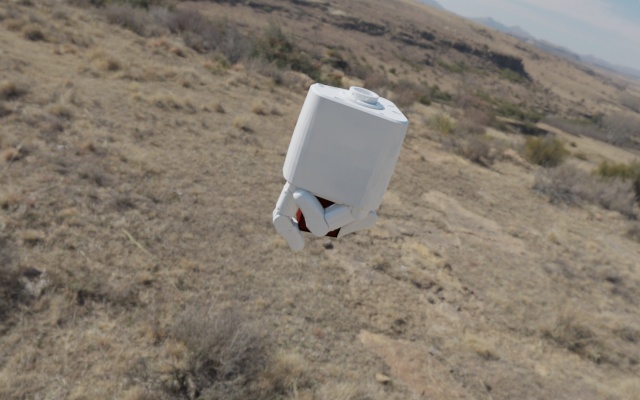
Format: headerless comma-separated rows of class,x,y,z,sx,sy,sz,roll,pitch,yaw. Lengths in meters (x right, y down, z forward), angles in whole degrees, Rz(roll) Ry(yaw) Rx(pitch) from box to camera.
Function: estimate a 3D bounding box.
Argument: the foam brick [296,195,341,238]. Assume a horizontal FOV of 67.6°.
foam brick,0.000,0.002,0.598,0.053,0.051,0.078,12,25,-14
